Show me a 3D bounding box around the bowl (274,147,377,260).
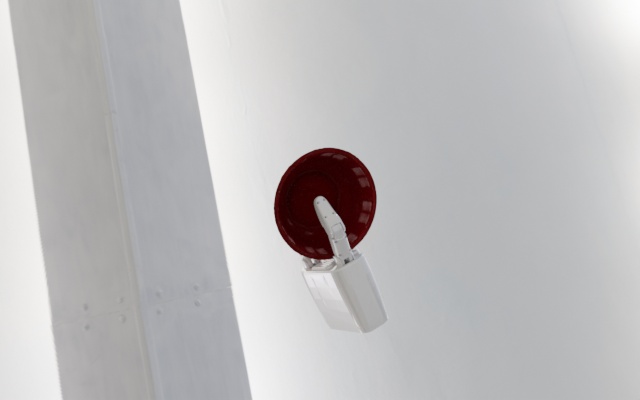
[{"bbox_3d":[0.000,0.001,0.701,0.162,0.162,0.055,0,9,-25],"label":"bowl"}]
